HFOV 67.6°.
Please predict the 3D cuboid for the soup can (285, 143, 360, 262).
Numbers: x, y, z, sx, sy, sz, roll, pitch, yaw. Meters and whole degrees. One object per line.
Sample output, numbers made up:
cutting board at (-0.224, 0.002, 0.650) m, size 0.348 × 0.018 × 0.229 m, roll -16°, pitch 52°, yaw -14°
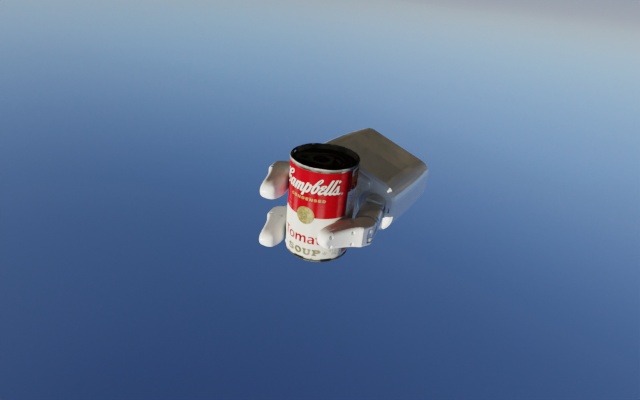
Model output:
soup can at (0.000, 0.002, 0.480) m, size 0.068 × 0.102 × 0.068 m, roll 5°, pitch 28°, yaw -2°
